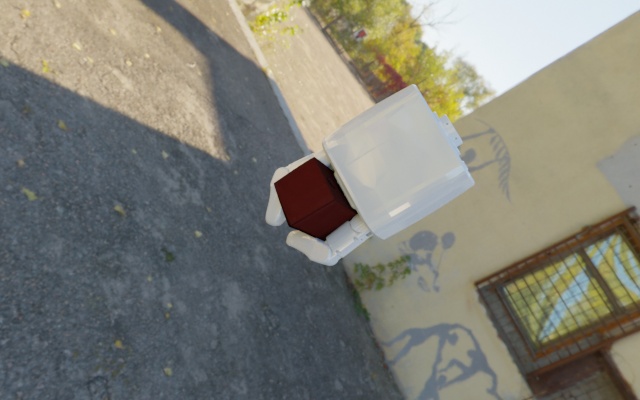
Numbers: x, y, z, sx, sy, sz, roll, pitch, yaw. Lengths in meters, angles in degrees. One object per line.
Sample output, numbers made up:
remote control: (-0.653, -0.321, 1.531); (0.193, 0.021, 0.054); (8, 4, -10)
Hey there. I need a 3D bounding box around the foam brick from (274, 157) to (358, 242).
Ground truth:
foam brick: (0.000, 0.002, 0.475); (0.051, 0.053, 0.078); (-32, -28, 16)
